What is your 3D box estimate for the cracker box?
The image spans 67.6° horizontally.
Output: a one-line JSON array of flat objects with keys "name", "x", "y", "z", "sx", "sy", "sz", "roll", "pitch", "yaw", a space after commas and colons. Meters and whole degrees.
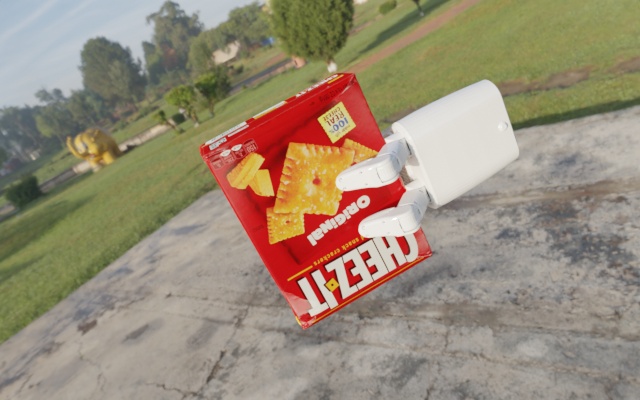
[{"name": "cracker box", "x": 0.000, "y": 0.001, "z": 0.495, "sx": 0.164, "sy": 0.214, "sz": 0.072, "roll": -29, "pitch": 19, "yaw": -5}]
